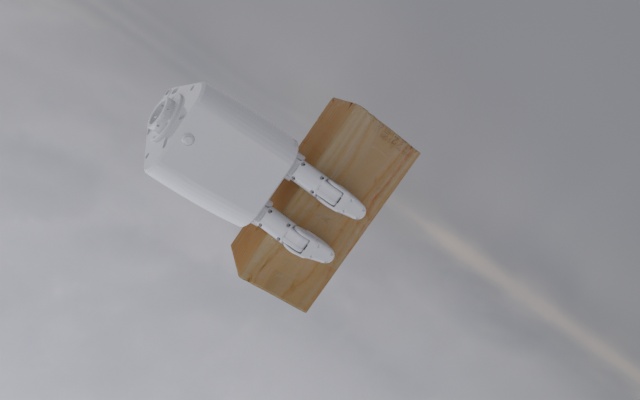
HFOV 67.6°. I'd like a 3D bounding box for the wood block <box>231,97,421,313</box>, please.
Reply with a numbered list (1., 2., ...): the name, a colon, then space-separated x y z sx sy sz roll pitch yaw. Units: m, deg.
1. wood block: 0.000 0.002 0.521 0.090 0.206 0.090 33 5 -23
